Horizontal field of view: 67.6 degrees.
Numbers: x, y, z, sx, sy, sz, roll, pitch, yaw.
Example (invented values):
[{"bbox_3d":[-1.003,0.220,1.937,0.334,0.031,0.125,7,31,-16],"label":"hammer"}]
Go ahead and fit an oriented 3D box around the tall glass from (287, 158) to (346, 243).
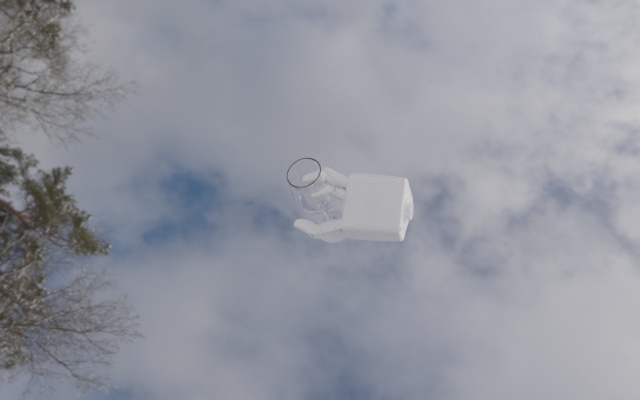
[{"bbox_3d":[0.000,0.003,0.889,0.079,0.079,0.201,0,-31,20],"label":"tall glass"}]
